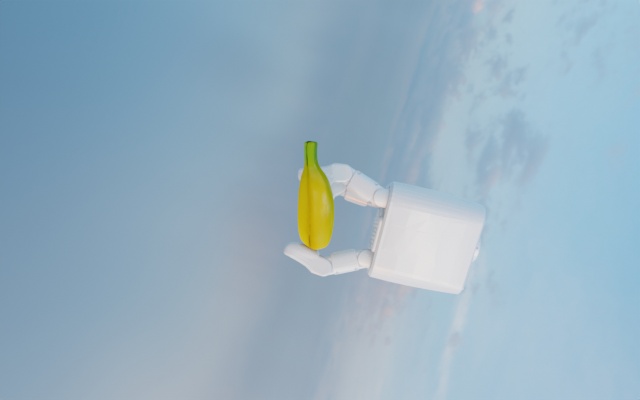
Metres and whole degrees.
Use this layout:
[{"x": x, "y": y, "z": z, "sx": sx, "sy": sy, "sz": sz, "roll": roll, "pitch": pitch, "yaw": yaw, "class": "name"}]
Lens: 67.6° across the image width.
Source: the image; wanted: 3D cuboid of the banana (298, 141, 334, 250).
[{"x": -0.003, "y": 0.017, "z": 0.514, "sx": 0.037, "sy": 0.069, "sz": 0.198, "roll": 8, "pitch": -25, "yaw": 3, "class": "banana"}]
